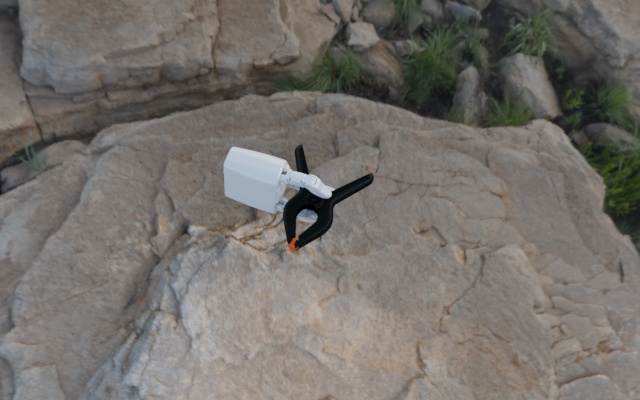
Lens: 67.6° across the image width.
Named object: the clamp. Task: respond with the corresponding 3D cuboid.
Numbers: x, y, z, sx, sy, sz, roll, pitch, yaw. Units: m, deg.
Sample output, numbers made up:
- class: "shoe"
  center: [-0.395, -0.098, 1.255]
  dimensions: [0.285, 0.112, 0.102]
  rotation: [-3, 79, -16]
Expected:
- class: "clamp"
  center: [0.000, 0.003, 0.898]
  dimensions: [0.164, 0.210, 0.036]
  rotation: [16, -23, 8]
